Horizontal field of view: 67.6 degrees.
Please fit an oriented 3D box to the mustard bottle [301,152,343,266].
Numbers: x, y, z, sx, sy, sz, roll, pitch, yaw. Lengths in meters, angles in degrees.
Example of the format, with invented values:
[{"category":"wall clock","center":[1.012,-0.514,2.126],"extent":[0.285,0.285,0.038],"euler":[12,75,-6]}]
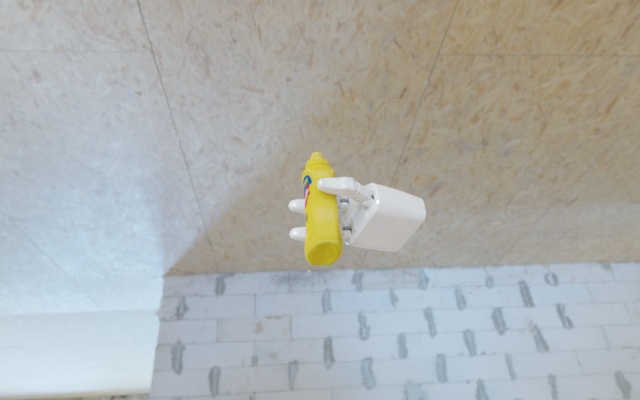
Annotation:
[{"category":"mustard bottle","center":[0.000,0.003,0.782],"extent":[0.058,0.191,0.096],"euler":[0,-30,-6]}]
